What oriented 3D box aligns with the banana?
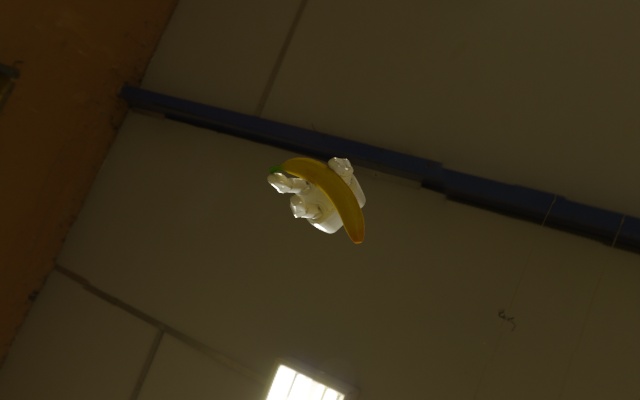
[{"bbox_3d":[0.010,-0.014,0.770,0.197,0.069,0.037,39,-2,20],"label":"banana"}]
